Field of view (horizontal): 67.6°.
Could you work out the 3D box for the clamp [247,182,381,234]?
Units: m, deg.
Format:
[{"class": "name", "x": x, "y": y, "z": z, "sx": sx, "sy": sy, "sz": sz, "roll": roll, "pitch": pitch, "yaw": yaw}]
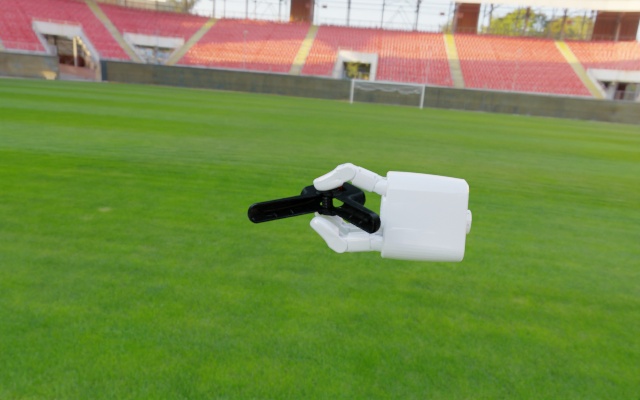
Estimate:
[{"class": "clamp", "x": 0.000, "y": 0.001, "z": 0.659, "sx": 0.164, "sy": 0.036, "sz": 0.210, "roll": 4, "pitch": 13, "yaw": 6}]
